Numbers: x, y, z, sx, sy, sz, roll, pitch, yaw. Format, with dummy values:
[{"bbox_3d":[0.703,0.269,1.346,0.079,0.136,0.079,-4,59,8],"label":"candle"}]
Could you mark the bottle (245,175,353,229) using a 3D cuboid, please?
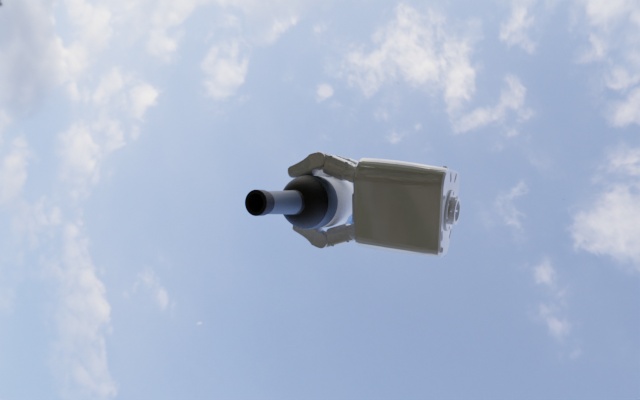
[{"bbox_3d":[0.000,0.002,0.618,0.069,0.069,0.296,0,0,27],"label":"bottle"}]
